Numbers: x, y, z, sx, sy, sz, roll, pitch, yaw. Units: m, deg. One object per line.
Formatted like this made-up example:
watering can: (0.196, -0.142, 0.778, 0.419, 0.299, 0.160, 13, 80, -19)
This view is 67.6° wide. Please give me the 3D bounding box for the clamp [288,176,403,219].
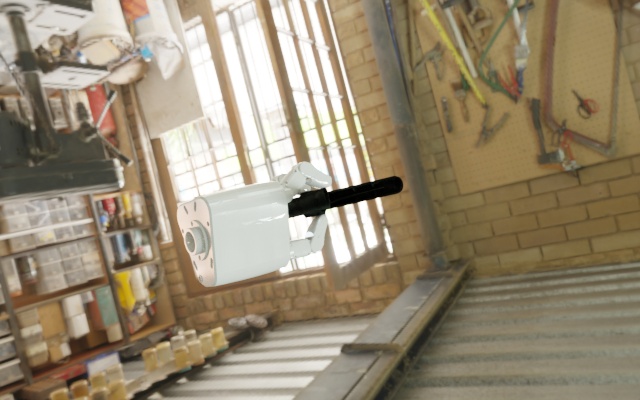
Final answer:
clamp: (0.000, 0.003, 0.666, 0.164, 0.036, 0.210, -10, -3, -40)
